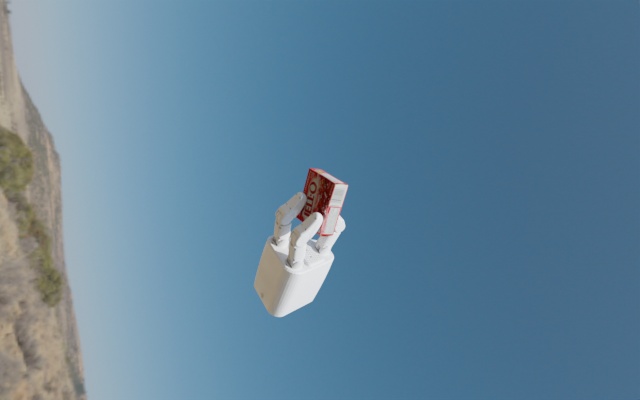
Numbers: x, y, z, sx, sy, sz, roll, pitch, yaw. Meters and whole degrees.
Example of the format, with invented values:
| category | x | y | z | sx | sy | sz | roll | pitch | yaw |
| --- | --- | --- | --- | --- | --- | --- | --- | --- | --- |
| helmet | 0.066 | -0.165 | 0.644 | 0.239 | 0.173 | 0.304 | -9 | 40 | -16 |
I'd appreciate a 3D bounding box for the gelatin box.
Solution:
| category | x | y | z | sx | sy | sz | roll | pitch | yaw |
| --- | --- | --- | --- | --- | --- | --- | --- | --- | --- |
| gelatin box | 0.001 | 0.002 | 0.756 | 0.030 | 0.089 | 0.073 | 4 | 20 | -38 |
